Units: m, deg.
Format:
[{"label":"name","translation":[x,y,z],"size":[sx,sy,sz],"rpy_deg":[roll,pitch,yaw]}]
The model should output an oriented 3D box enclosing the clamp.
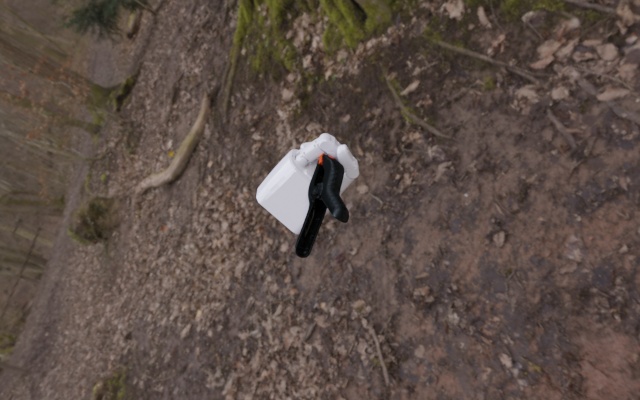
[{"label":"clamp","translation":[0.000,0.002,0.719],"size":[0.039,0.171,0.120],"rpy_deg":[32,-55,-23]}]
